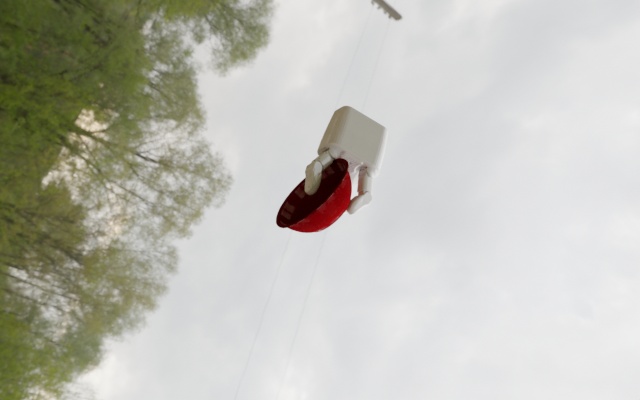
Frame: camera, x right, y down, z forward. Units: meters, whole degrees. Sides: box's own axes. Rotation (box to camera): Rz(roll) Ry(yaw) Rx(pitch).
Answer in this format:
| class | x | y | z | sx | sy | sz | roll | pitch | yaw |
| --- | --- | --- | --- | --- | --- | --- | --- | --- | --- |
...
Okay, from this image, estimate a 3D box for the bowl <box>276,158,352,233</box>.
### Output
| class | x | y | z | sx | sy | sz | roll | pitch | yaw |
| --- | --- | --- | --- | --- | --- | --- | --- | --- | --- |
| bowl | 0.000 | 0.004 | 0.819 | 0.055 | 0.162 | 0.162 | 47 | -21 | -20 |
